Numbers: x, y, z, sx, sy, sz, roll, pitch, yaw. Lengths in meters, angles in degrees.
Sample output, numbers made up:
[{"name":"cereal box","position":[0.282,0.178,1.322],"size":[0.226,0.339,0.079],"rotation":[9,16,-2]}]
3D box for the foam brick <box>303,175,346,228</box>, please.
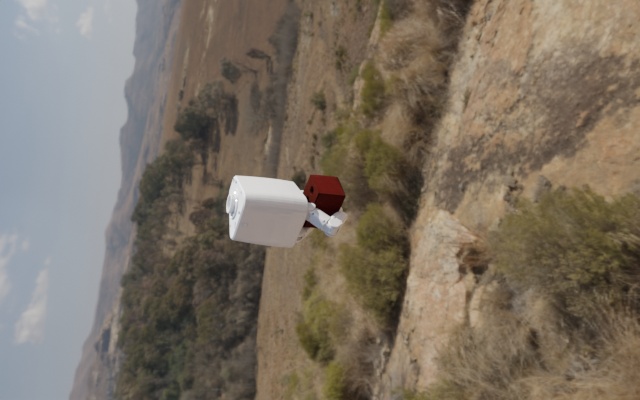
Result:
[{"name":"foam brick","position":[0.000,0.002,0.808],"size":[0.051,0.078,0.053],"rotation":[7,37,-25]}]
